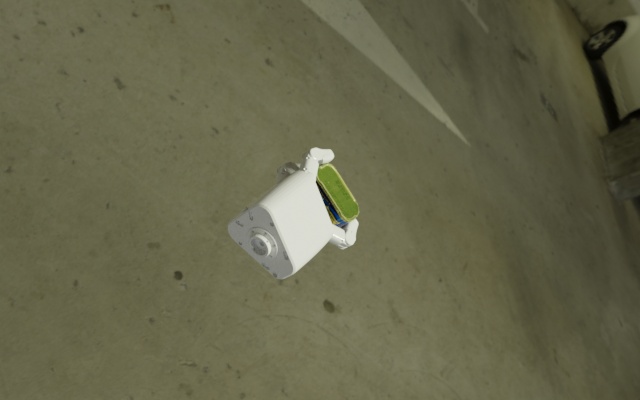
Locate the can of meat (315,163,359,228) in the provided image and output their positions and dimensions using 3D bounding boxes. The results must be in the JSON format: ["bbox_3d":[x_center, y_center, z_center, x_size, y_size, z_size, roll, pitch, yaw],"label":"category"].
[{"bbox_3d":[0.000,0.002,0.745,0.084,0.102,0.057,-30,5,40],"label":"can of meat"}]
